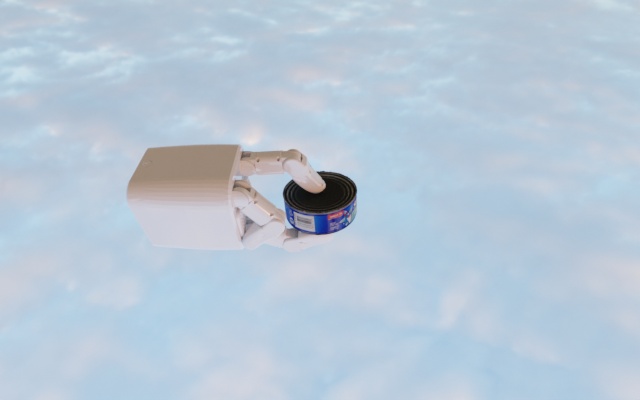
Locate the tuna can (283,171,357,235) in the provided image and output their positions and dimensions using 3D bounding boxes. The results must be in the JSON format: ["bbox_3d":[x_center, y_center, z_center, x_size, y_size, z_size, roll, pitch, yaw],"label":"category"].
[{"bbox_3d":[0.000,0.002,0.556,0.086,0.034,0.086,-3,35,2],"label":"tuna can"}]
